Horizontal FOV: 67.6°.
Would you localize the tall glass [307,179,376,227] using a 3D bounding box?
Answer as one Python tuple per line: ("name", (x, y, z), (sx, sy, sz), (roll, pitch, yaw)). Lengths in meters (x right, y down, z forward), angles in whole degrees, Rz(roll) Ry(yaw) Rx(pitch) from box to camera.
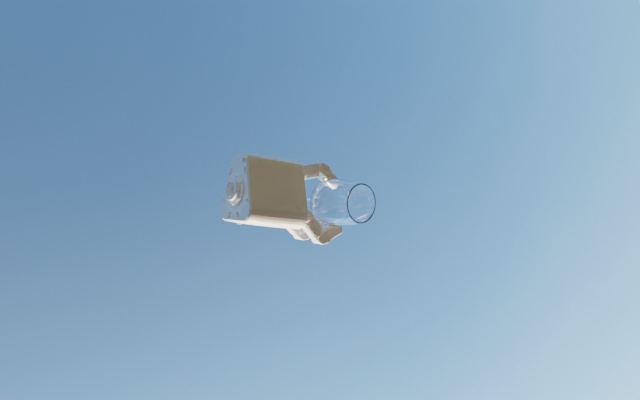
("tall glass", (0.000, 0.003, 0.805), (0.079, 0.079, 0.201), (0, 1, -40))
